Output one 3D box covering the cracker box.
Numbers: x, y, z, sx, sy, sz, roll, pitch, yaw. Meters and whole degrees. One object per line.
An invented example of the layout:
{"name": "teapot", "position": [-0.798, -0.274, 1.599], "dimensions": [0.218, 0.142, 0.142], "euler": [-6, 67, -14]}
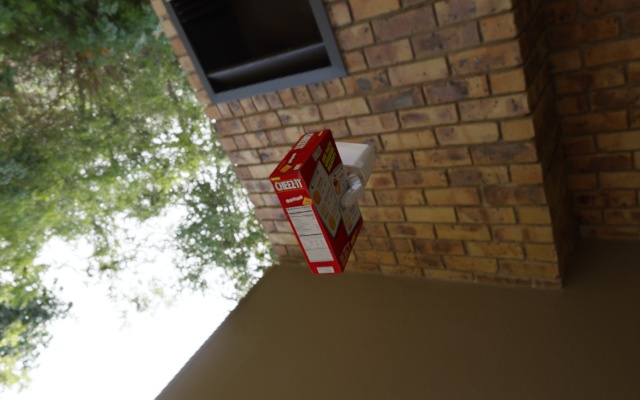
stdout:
{"name": "cracker box", "position": [0.000, 0.003, 0.876], "dimensions": [0.072, 0.214, 0.164], "euler": [-9, 29, 27]}
